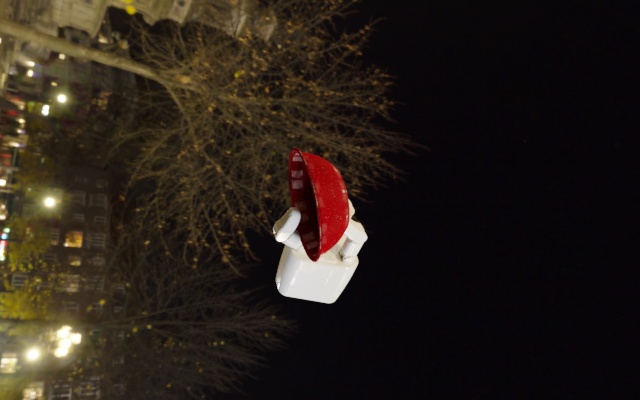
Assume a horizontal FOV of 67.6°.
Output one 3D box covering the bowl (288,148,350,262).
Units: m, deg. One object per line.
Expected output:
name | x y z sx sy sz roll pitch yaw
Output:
bowl | 0.001 0.001 0.669 0.055 0.162 0.162 -11 2 -14
